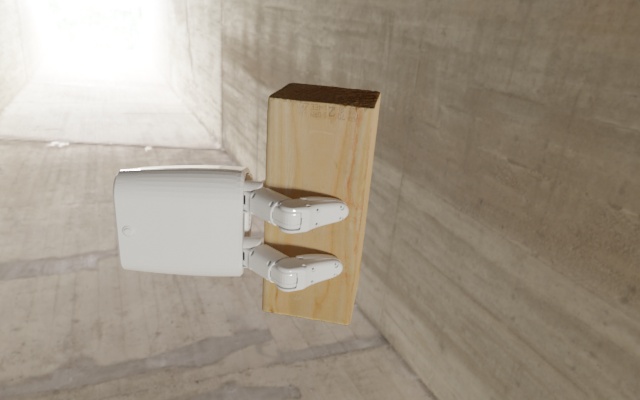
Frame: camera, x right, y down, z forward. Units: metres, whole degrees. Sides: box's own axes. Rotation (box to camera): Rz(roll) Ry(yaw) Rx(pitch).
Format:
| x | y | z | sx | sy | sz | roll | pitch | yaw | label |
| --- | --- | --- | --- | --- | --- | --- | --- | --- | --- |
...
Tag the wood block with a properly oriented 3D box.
| x | y | z | sx | sy | sz | roll | pitch | yaw | label |
| --- | --- | --- | --- | --- | --- | --- | --- | --- | --- |
| 0.000 | 0.001 | 0.456 | 0.090 | 0.206 | 0.090 | 7 | 23 | 7 | wood block |
